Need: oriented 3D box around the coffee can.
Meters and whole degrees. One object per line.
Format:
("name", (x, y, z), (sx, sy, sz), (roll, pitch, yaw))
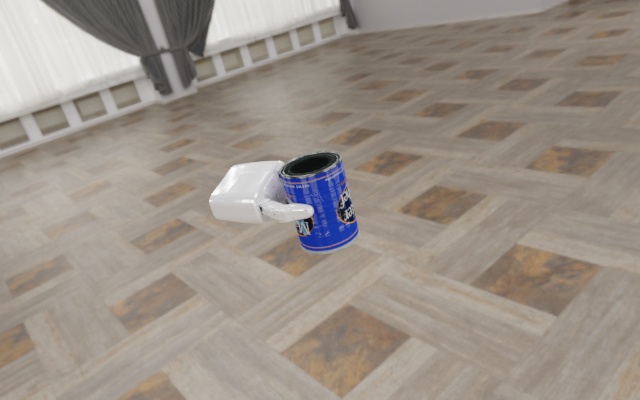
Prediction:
("coffee can", (0.000, 0.003, 0.780), (0.103, 0.140, 0.102), (-13, 24, 6))
